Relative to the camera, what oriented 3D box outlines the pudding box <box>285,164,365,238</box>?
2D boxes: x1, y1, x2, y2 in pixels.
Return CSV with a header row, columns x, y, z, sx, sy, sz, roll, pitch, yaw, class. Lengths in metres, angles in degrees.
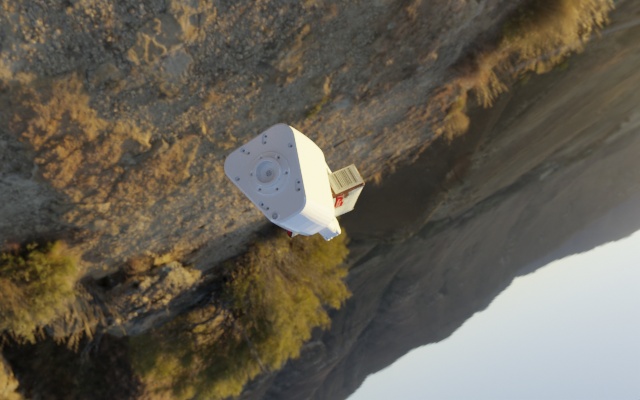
x,y,z,sx,sy,sz,roll,pitch,yaw,class
0.000,0.002,0.678,0.113,0.039,0.090,-22,-19,-17,pudding box
